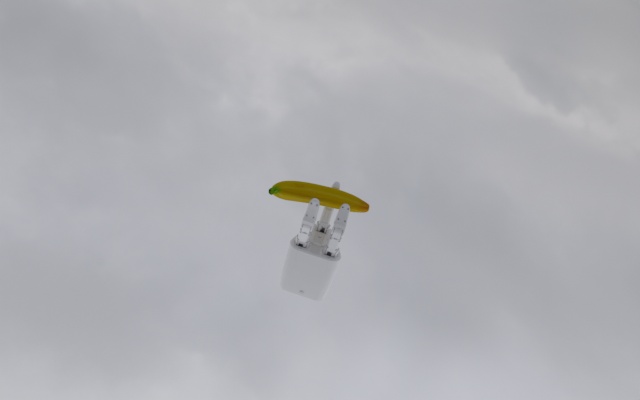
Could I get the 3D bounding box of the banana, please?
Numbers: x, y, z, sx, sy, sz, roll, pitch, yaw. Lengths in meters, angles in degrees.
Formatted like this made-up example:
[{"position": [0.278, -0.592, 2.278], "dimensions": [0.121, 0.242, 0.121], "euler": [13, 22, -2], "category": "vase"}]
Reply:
[{"position": [-0.008, -0.006, 0.873], "dimensions": [0.198, 0.037, 0.069], "euler": [8, 24, -22], "category": "banana"}]
